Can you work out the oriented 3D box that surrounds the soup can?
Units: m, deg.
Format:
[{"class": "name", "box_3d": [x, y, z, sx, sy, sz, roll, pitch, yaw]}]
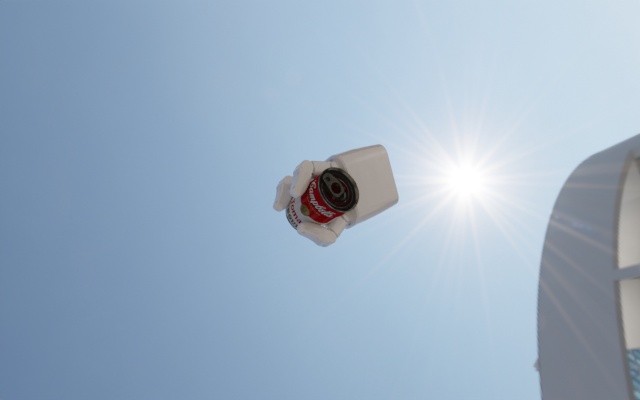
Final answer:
[{"class": "soup can", "box_3d": [0.000, 0.003, 0.703, 0.068, 0.068, 0.102, 0, -21, -34]}]
